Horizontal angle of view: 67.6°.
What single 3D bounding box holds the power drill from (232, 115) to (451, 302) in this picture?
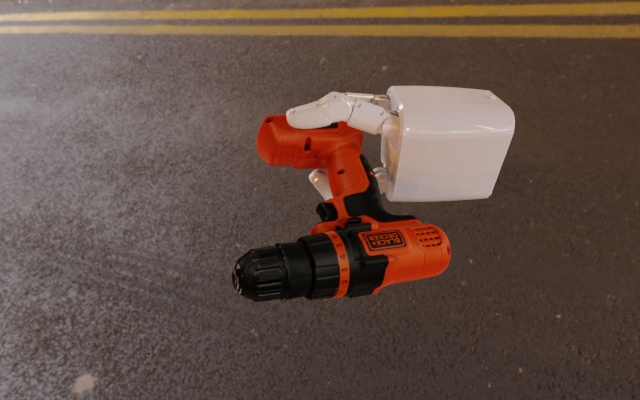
[{"bbox_3d":[0.000,0.001,0.425,0.184,0.187,0.057,-4,-40,-23],"label":"power drill"}]
